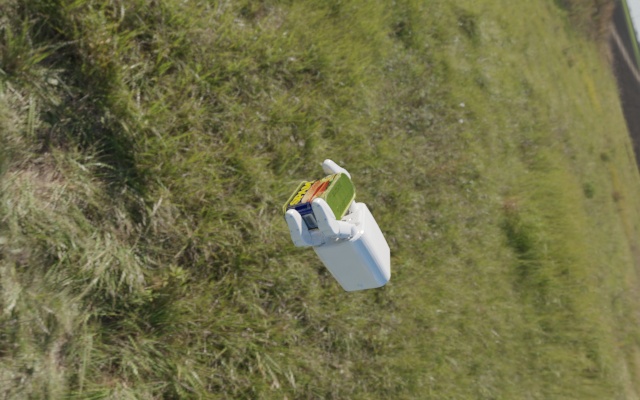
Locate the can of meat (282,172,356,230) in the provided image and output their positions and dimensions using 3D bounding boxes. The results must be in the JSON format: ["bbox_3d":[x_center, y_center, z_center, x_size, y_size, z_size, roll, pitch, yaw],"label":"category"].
[{"bbox_3d":[0.000,0.002,0.770,0.084,0.057,0.102,-15,26,35],"label":"can of meat"}]
